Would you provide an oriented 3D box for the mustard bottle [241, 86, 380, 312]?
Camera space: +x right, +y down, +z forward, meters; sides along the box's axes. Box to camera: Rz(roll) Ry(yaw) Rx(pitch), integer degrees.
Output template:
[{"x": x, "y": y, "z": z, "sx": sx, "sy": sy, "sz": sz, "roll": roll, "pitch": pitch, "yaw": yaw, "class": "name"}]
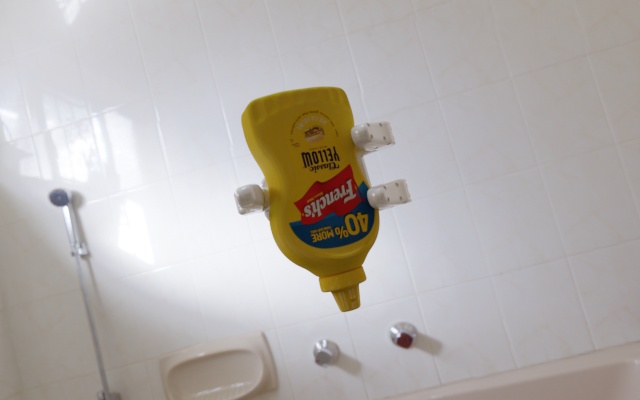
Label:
[{"x": 0.000, "y": 0.001, "z": 0.415, "sx": 0.096, "sy": 0.191, "sz": 0.058, "roll": -13, "pitch": -5, "yaw": -24, "class": "mustard bottle"}]
